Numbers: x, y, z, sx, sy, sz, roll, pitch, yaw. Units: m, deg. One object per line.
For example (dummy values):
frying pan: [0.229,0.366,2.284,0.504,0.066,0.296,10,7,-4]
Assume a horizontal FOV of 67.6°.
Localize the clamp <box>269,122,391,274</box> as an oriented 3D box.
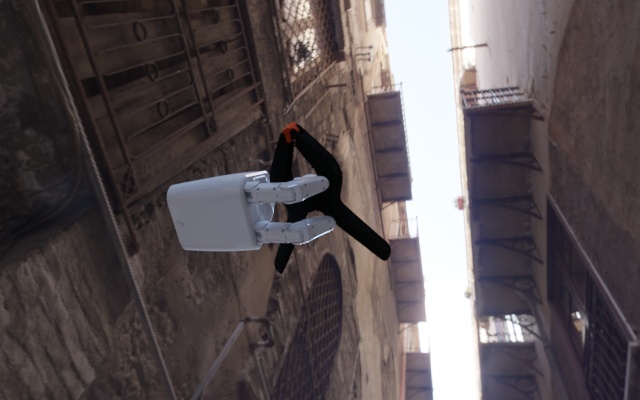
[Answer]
clamp: [0.000,0.001,0.615,0.164,0.210,0.036,-4,24,15]
